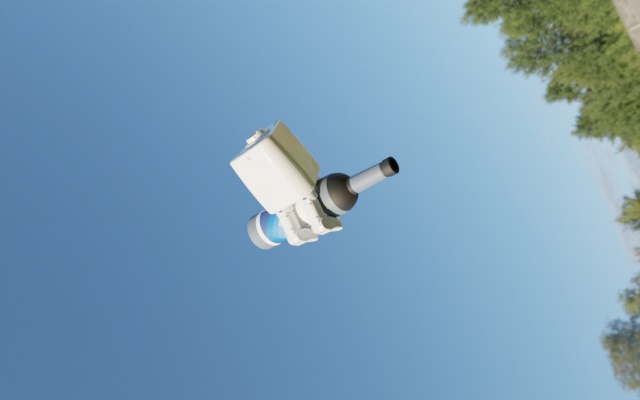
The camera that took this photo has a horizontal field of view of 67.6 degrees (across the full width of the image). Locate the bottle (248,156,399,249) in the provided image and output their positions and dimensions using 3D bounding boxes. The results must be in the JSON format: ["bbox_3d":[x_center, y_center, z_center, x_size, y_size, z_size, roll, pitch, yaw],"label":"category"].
[{"bbox_3d":[0.000,0.003,0.774,0.296,0.069,0.069,-27,-17,36],"label":"bottle"}]
